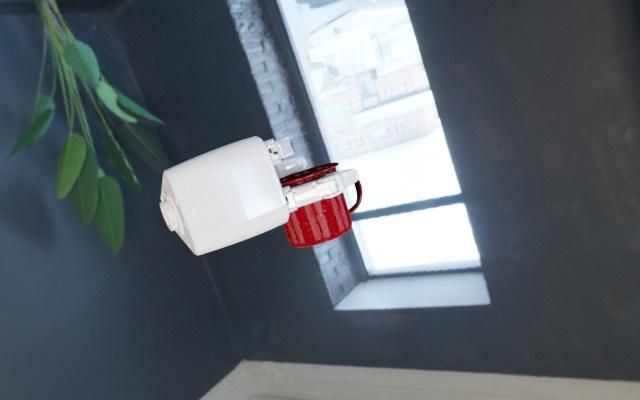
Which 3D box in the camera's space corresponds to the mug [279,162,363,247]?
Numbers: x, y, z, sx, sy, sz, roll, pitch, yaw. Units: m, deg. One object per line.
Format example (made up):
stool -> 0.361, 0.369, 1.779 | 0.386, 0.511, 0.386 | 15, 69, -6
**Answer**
mug -> 0.001, 0.002, 0.586 | 0.117, 0.081, 0.093 | -22, 9, -23
